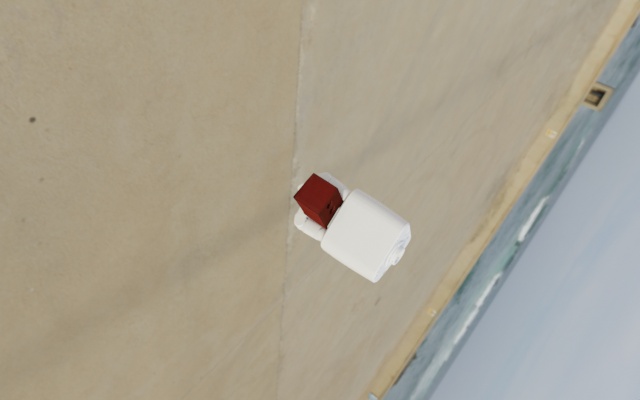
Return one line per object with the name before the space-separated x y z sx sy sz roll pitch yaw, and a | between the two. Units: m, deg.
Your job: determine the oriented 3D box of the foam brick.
foam brick | 0.000 0.002 0.762 0.051 0.053 0.078 34 -11 23
